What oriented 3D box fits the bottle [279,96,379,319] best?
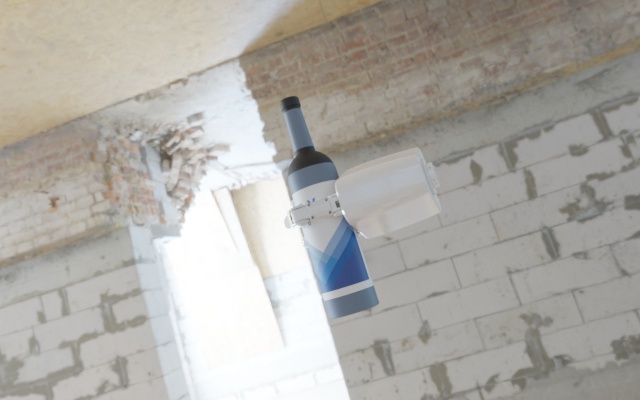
[{"bbox_3d":[0.000,0.002,0.630,0.069,0.295,0.069,-17,-9,-3],"label":"bottle"}]
